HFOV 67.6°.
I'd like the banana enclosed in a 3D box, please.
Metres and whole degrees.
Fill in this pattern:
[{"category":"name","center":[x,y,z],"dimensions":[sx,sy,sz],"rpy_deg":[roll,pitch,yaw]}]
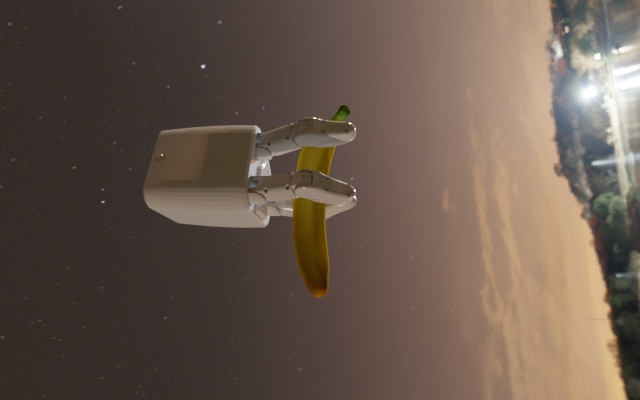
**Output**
[{"category":"banana","center":[-0.006,0.000,0.503],"dimensions":[0.037,0.197,0.069],"rpy_deg":[9,-10,-19]}]
